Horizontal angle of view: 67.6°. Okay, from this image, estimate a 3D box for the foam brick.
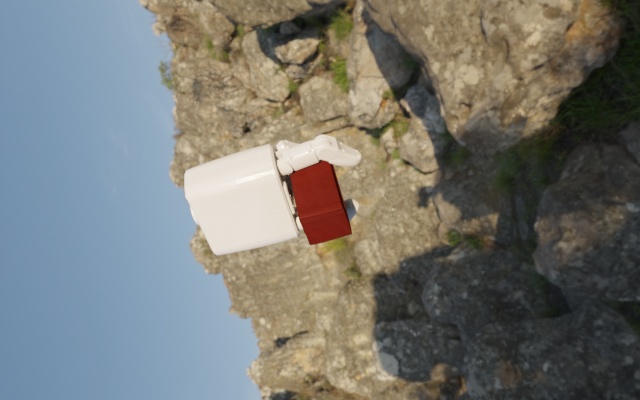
[{"bbox_3d":[0.000,0.002,0.540,0.051,0.078,0.053,-16,-40,2],"label":"foam brick"}]
